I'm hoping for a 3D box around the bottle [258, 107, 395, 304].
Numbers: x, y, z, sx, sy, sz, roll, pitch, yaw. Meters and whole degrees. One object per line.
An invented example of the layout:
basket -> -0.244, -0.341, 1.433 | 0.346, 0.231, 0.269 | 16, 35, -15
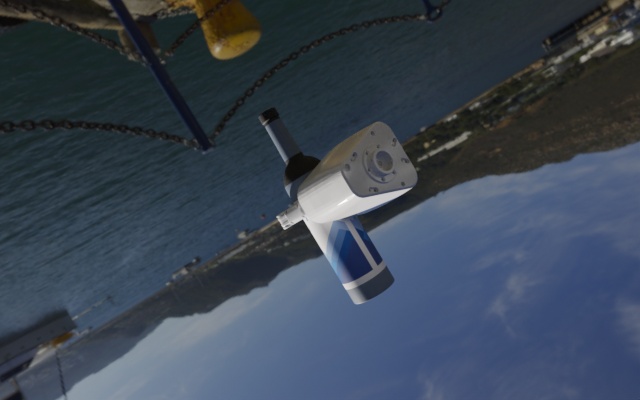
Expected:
bottle -> 0.000, 0.002, 0.672 | 0.069, 0.295, 0.069 | -31, 1, 0
